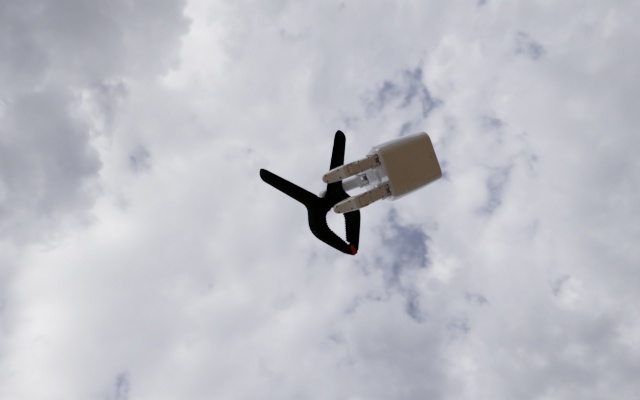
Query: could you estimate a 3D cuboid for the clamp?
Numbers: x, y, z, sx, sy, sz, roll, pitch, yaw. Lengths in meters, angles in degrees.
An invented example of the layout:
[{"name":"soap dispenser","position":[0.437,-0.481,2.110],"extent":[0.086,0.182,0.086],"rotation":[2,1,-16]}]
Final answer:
[{"name":"clamp","position":[0.000,0.003,0.810],"extent":[0.164,0.210,0.036],"rotation":[-21,5,-17]}]
